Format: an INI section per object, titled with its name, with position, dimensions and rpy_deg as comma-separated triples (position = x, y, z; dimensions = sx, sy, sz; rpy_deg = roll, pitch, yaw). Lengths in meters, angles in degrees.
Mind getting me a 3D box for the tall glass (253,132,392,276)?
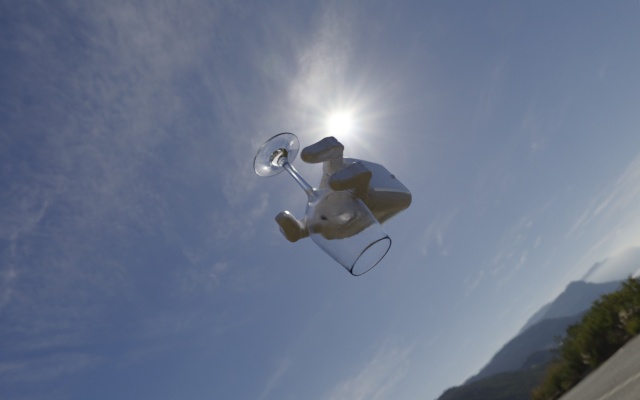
[tall glass]
position = 0.000, 0.002, 0.600
dimensions = 0.079, 0.079, 0.201
rpy_deg = 0, 40, -51
